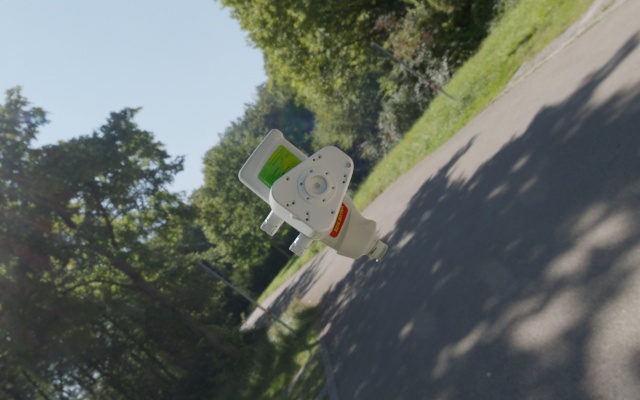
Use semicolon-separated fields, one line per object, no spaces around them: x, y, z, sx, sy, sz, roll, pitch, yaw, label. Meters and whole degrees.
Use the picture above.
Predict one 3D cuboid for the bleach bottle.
0.000;0.002;0.745;0.251;0.102;0.068;36;-9;1;bleach bottle
